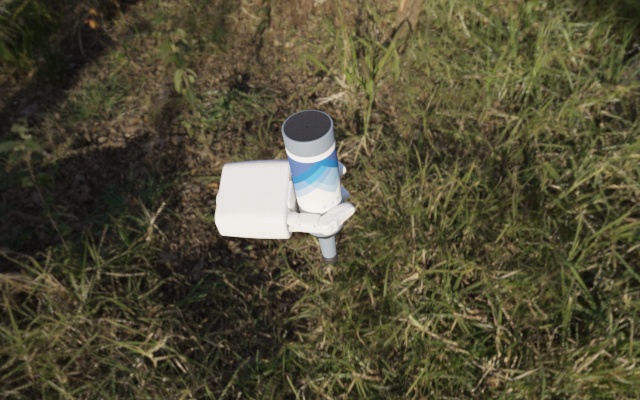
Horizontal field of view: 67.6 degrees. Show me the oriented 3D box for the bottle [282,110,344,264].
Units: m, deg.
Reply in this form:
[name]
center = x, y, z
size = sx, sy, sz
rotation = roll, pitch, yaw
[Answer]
[bottle]
center = 0.000, 0.002, 0.716
size = 0.069, 0.069, 0.296
rotation = 0, -41, 9
